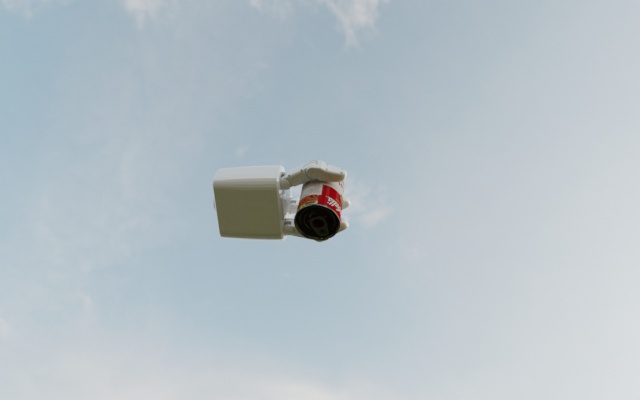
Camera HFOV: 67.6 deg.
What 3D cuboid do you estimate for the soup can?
[{"bbox_3d":[0.001,0.002,0.729,0.068,0.069,0.102,0,38,8],"label":"soup can"}]
